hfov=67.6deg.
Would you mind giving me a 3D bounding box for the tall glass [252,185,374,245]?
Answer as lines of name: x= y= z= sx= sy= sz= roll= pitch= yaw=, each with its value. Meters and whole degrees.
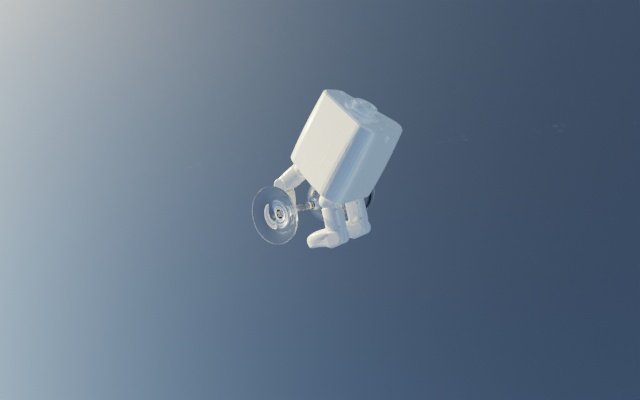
tall glass: x=0.000 y=0.002 z=0.671 sx=0.079 sy=0.079 sz=0.201 roll=0 pitch=9 yaw=36
